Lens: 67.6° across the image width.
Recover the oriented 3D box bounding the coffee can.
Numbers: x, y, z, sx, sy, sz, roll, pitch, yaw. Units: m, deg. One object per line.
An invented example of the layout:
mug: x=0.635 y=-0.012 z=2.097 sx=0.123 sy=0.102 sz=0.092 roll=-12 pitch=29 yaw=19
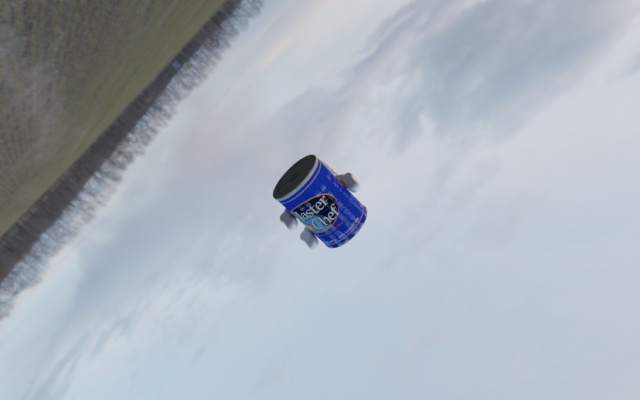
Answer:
coffee can: x=0.000 y=0.003 z=0.847 sx=0.140 sy=0.102 sz=0.103 roll=44 pitch=-20 yaw=-22
